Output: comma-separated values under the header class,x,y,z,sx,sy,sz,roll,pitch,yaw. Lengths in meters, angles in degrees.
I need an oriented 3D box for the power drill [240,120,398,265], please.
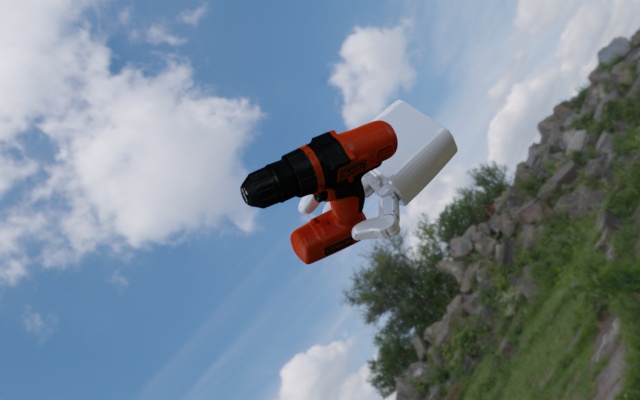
class,x,y,z,sx,sy,sz,roll,pitch,yaw
power drill,0.000,0.002,0.569,0.184,0.057,0.188,-22,-31,-17
